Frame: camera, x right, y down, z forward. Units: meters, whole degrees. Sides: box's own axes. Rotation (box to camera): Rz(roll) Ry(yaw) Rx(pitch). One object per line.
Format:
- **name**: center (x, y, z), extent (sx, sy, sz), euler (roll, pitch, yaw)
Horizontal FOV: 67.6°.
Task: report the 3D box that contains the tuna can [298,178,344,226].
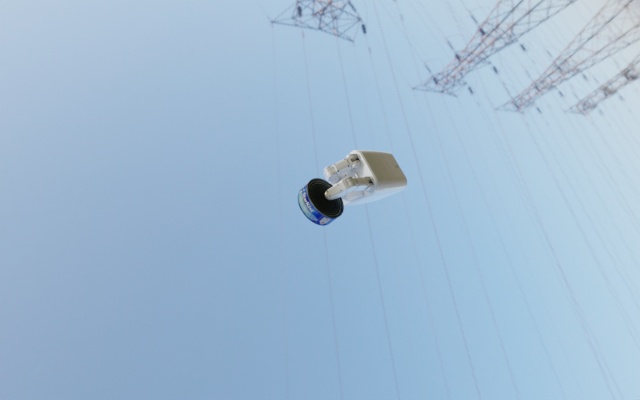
- **tuna can**: center (0.000, 0.003, 0.884), extent (0.086, 0.086, 0.034), euler (0, -31, -45)
